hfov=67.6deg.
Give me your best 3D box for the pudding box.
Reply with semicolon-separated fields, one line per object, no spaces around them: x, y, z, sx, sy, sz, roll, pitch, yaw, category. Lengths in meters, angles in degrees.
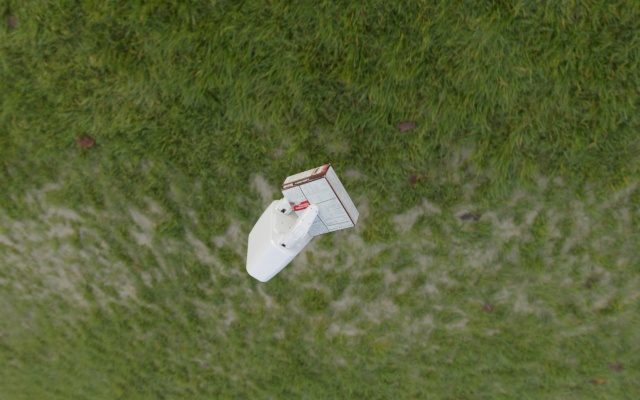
0.000;0.003;0.794;0.090;0.113;0.039;-16;33;27;pudding box
